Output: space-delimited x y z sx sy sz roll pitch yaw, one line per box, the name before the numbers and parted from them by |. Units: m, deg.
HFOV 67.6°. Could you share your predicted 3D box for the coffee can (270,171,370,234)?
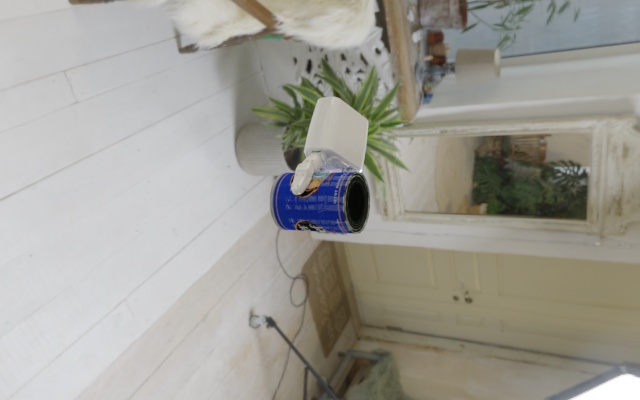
coffee can | 0.000 0.003 0.808 0.140 0.103 0.103 1 0 28
